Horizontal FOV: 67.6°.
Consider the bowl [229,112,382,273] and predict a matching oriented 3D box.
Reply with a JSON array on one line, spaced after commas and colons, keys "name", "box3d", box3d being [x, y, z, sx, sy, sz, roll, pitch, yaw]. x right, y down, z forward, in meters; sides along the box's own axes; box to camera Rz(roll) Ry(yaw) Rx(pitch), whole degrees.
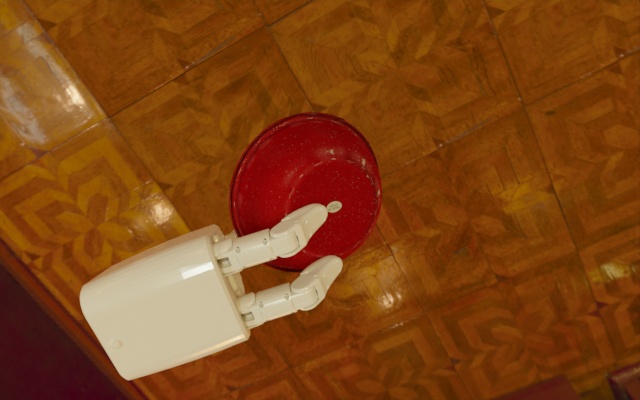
[{"name": "bowl", "box3d": [0.001, 0.001, 0.446, 0.162, 0.162, 0.055, 0, 15, -27]}]
